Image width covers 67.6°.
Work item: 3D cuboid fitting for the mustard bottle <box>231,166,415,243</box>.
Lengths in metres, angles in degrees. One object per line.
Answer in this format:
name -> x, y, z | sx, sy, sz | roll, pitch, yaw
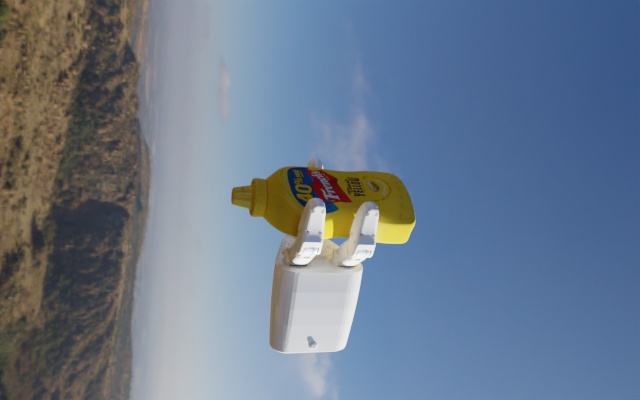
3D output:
mustard bottle -> 0.000, 0.001, 0.520 | 0.191, 0.058, 0.096 | 3, 40, -17
